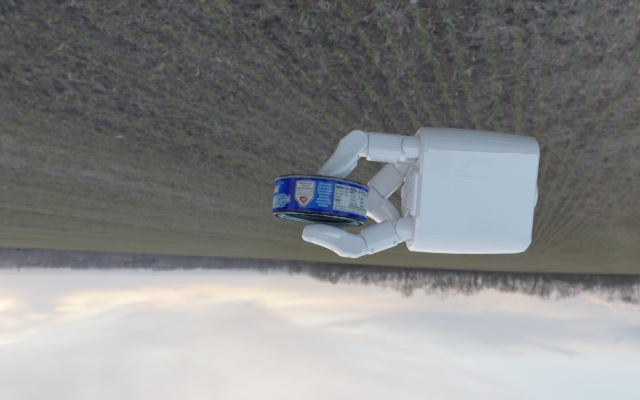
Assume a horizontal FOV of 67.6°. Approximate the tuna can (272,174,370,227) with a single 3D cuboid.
[{"bbox_3d":[0.000,0.002,0.429,0.086,0.033,0.086,6,-8,1],"label":"tuna can"}]
